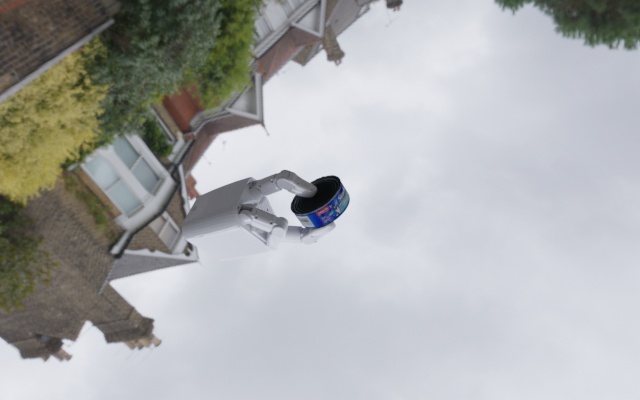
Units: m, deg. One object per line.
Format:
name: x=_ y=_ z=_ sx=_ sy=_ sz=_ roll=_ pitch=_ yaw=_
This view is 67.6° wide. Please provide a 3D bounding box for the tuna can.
tuna can: x=0.000 y=0.003 z=0.709 sx=0.086 sy=0.034 sz=0.086 roll=-25 pitch=29 yaw=15
